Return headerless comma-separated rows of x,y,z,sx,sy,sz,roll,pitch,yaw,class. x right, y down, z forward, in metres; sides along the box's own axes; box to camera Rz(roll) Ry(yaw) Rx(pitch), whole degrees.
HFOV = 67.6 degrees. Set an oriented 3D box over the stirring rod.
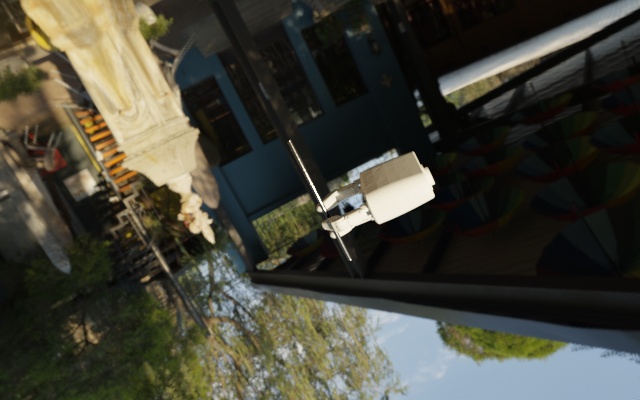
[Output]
0.000,0.003,0.839,0.011,0.239,0.011,-26,14,7,stirring rod
